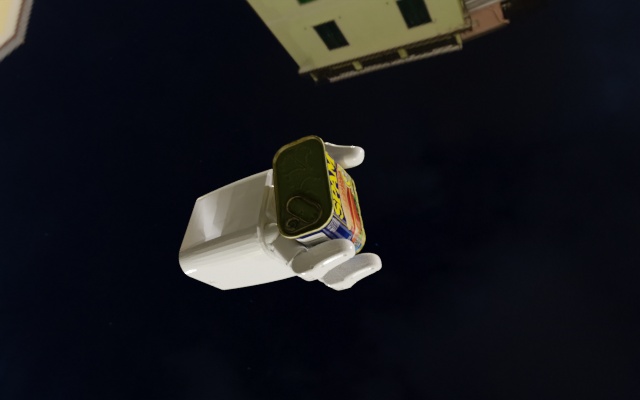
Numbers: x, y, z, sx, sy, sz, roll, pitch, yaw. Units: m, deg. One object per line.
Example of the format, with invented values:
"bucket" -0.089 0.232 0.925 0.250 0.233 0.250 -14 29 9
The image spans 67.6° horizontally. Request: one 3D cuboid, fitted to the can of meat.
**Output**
"can of meat" 0.000 0.002 0.473 0.057 0.102 0.084 -20 -32 20
